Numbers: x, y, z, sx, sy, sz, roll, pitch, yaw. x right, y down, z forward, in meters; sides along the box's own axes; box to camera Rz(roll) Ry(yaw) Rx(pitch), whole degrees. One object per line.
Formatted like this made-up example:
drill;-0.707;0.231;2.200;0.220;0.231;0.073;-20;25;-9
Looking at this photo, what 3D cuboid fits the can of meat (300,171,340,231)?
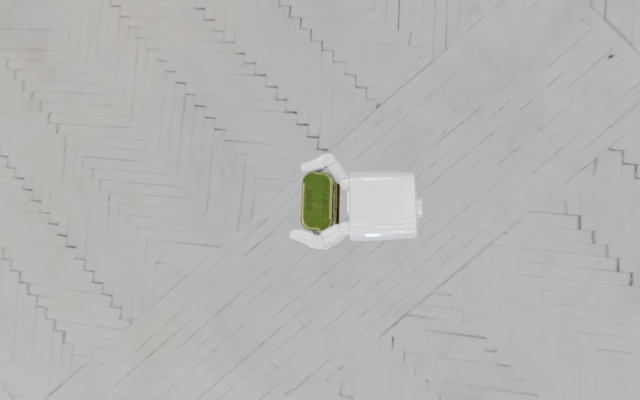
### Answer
can of meat;0.000;0.003;0.806;0.057;0.102;0.084;1;-2;8
